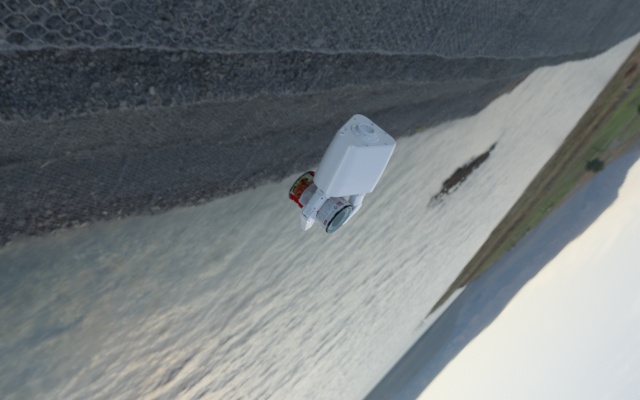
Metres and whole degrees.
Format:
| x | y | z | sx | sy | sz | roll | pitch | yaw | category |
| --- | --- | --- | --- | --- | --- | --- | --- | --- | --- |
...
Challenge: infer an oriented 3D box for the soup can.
| x | y | z | sx | sy | sz | roll | pitch | yaw | category |
| --- | --- | --- | --- | --- | --- | --- | --- | --- | --- |
| 0.000 | 0.003 | 0.875 | 0.102 | 0.068 | 0.068 | 42 | 17 | 19 | soup can |
